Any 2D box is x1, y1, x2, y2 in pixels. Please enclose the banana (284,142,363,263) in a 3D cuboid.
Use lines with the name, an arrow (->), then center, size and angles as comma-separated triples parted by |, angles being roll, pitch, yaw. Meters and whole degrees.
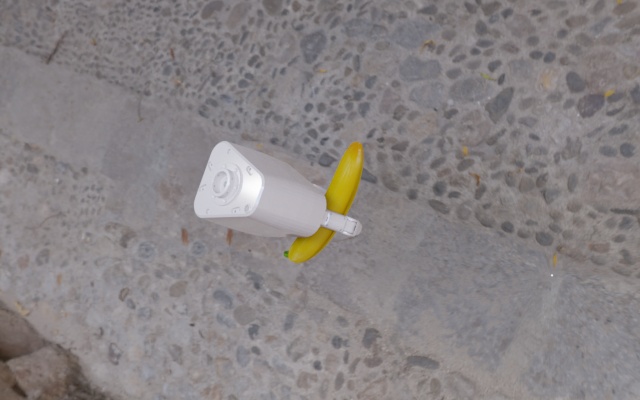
banana -> 0.005, 0.015, 0.632 | 0.037, 0.198, 0.069 | 22, 20, -36
